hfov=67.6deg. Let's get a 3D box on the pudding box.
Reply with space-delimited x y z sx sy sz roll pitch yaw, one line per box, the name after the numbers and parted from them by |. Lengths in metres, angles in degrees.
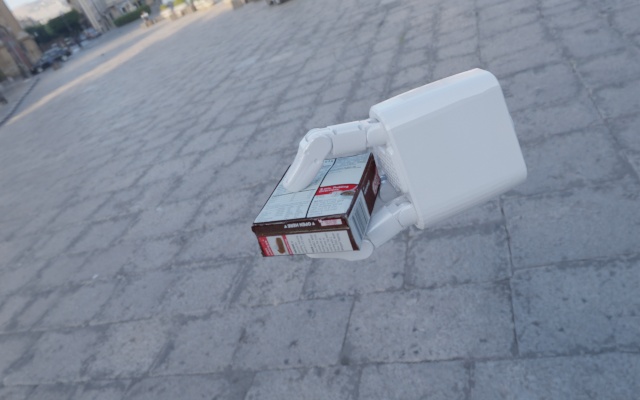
0.000 0.001 0.433 0.090 0.039 0.113 -7 28 22 | pudding box
